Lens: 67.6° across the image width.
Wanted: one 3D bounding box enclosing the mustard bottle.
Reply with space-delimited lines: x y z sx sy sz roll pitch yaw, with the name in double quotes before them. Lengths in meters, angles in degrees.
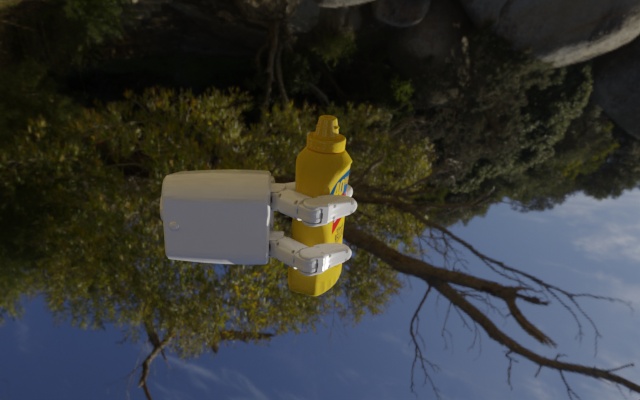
"mustard bottle" 0.000 0.002 0.528 0.058 0.192 0.096 12 24 16
